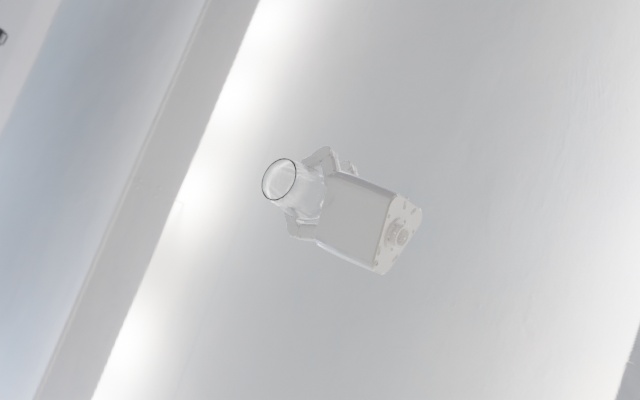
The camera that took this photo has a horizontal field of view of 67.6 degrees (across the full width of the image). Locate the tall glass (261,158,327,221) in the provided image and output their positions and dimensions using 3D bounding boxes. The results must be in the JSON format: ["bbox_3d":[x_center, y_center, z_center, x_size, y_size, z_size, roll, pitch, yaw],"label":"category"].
[{"bbox_3d":[0.000,0.003,0.721,0.079,0.079,0.201,0,-19,38],"label":"tall glass"}]
